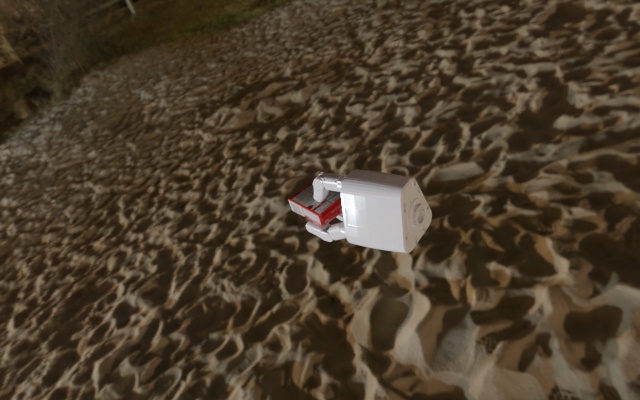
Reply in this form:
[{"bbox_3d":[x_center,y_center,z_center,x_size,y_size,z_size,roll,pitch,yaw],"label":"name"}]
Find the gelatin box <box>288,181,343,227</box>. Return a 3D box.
[{"bbox_3d":[0.000,0.002,0.831,0.073,0.030,0.089,-37,40,-25],"label":"gelatin box"}]
